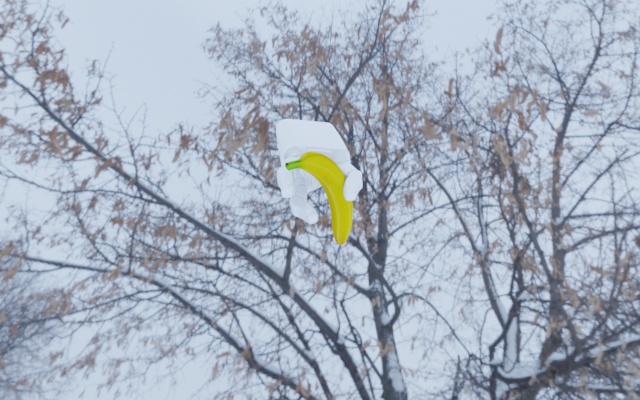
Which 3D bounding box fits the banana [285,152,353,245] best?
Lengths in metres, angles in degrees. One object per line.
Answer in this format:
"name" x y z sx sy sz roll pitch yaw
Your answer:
"banana" 0.013 -0.011 0.737 0.069 0.198 0.037 -37 39 -5
